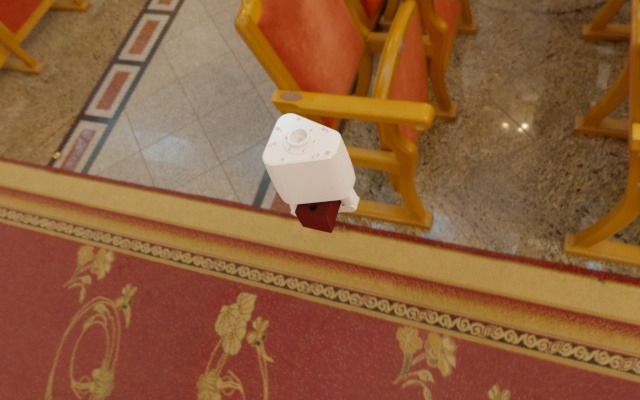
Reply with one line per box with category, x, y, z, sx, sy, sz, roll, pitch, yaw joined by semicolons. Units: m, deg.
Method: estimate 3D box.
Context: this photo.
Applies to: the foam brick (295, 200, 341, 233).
foam brick;0.000;0.003;0.756;0.053;0.078;0.051;9;-27;19
